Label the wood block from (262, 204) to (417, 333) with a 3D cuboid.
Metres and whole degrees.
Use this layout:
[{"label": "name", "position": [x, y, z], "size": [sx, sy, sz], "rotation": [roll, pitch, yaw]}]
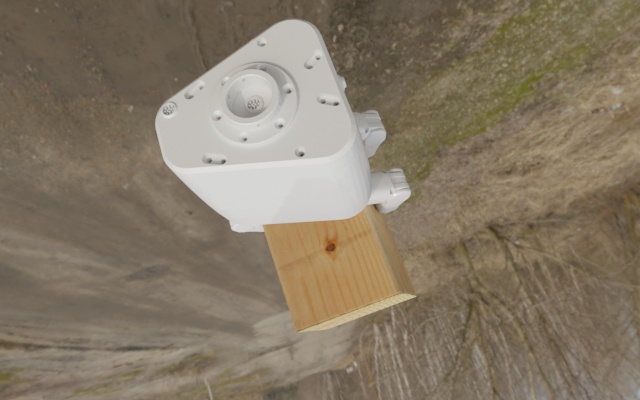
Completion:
[{"label": "wood block", "position": [0.000, 0.002, 0.426], "size": [0.091, 0.206, 0.090], "rotation": [-24, -18, 12]}]
